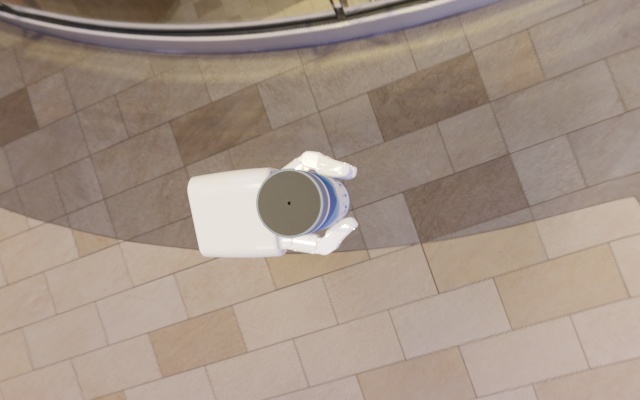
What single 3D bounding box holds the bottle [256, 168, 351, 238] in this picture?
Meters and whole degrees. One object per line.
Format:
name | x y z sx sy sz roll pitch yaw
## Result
bottle | 0.000 0.002 0.595 0.069 0.069 0.296 0 0 12
